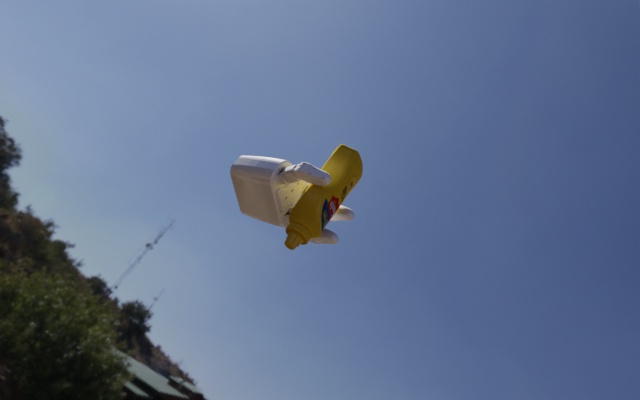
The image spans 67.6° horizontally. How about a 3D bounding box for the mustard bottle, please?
[{"bbox_3d":[0.001,0.002,0.774,0.058,0.191,0.096,27,-31,15],"label":"mustard bottle"}]
